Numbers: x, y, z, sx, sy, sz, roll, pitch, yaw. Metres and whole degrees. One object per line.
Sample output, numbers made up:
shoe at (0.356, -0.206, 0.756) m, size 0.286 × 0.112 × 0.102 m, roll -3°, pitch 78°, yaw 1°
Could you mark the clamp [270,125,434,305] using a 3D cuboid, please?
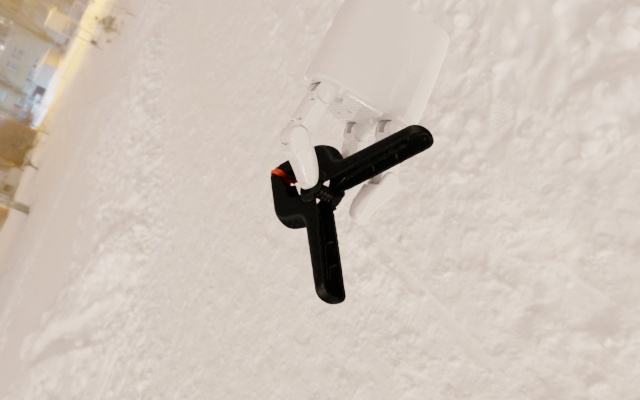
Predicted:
clamp at (-0.001, 0.001, 0.462) m, size 0.036 × 0.164 × 0.210 m, roll 33°, pitch -12°, yaw -31°
